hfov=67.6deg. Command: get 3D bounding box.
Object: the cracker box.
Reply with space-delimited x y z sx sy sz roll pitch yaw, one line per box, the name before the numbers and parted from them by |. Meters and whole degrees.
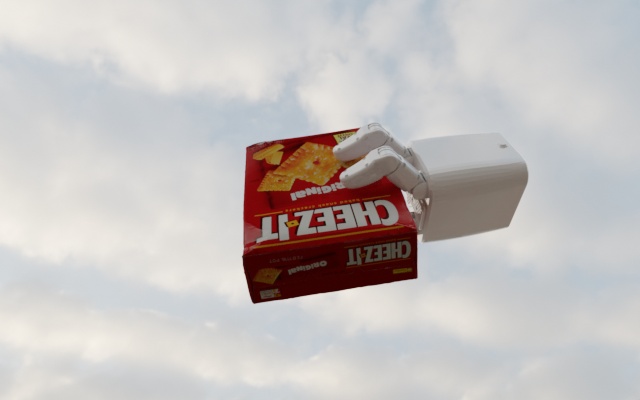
cracker box | 0.000 0.002 0.526 0.164 0.072 0.213 -9 35 -1
